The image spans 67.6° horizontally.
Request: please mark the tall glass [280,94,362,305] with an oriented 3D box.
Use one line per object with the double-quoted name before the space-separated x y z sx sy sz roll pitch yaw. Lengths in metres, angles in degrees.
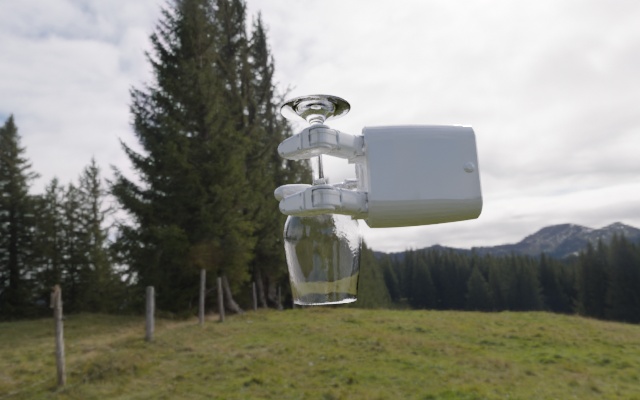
"tall glass" 0.000 0.001 0.480 0.079 0.201 0.079 -2 -10 0
